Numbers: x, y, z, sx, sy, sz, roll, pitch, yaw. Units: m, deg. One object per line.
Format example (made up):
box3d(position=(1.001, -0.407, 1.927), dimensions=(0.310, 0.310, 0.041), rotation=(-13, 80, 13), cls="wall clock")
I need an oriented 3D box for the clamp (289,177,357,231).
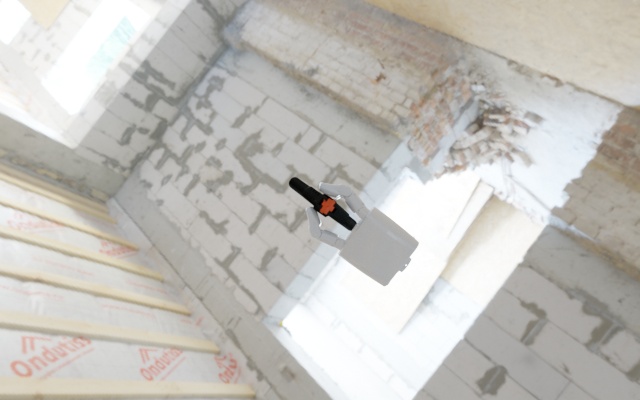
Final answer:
box3d(position=(0.000, 0.004, 0.883), dimensions=(0.164, 0.036, 0.210), rotation=(35, 0, 5), cls="clamp")
